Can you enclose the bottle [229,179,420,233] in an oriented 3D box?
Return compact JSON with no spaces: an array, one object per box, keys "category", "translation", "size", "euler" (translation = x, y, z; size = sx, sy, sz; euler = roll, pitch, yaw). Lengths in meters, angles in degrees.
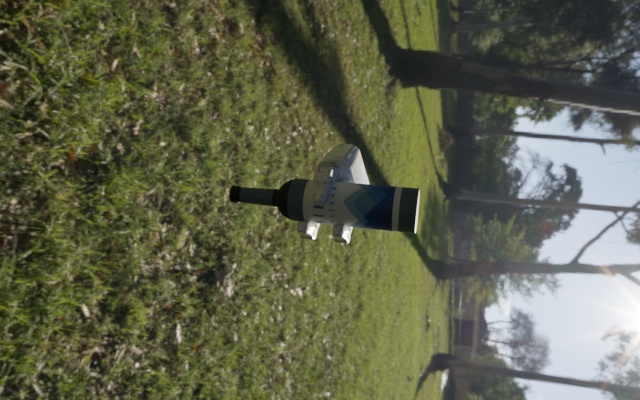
[{"category":"bottle","translation":[0.000,0.002,0.735],"size":[0.295,0.069,0.069],"euler":[5,1,14]}]
